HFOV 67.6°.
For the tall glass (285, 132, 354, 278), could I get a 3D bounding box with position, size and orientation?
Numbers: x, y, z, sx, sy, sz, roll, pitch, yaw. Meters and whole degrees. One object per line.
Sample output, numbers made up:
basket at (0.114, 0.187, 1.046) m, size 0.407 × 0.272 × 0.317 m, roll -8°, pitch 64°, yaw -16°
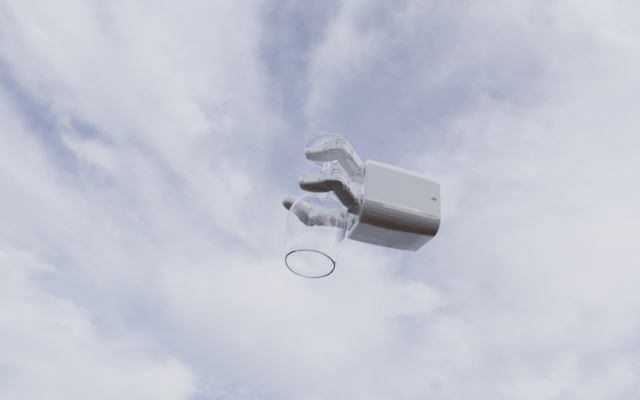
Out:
tall glass at (0.000, 0.002, 0.636) m, size 0.079 × 0.200 × 0.079 m, roll 6°, pitch -40°, yaw 5°
